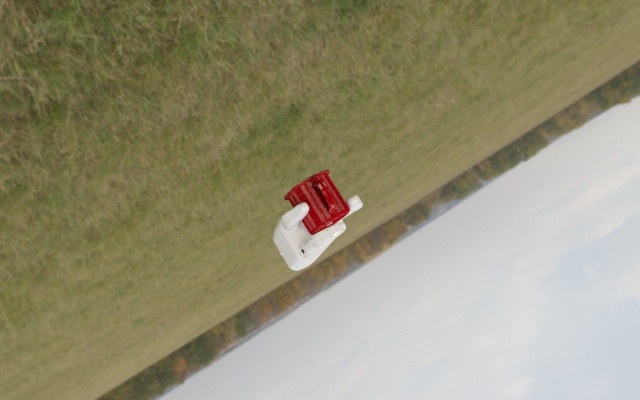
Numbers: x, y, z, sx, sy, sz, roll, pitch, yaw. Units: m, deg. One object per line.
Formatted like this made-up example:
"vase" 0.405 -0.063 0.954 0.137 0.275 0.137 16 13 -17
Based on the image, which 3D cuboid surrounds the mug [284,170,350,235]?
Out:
"mug" 0.001 0.002 0.808 0.093 0.081 0.117 -29 -9 -20
